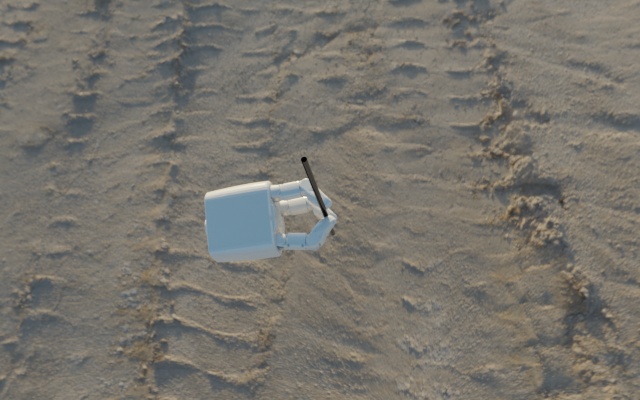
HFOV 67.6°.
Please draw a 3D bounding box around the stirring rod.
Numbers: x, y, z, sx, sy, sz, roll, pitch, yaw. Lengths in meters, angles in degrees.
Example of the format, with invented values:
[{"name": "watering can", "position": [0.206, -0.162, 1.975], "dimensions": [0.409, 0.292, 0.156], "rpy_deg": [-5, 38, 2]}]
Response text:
[{"name": "stirring rod", "position": [0.000, 0.002, 0.694], "dimensions": [0.011, 0.011, 0.240], "rpy_deg": [0, -26, 11]}]
